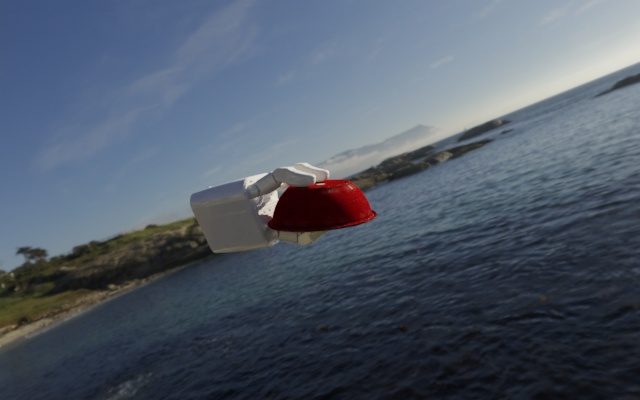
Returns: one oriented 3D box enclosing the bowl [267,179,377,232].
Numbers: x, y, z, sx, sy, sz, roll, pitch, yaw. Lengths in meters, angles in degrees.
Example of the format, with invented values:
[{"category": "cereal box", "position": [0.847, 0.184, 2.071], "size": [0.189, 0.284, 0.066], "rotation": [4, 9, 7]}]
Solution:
[{"category": "bowl", "position": [0.001, 0.002, 0.698], "size": [0.162, 0.055, 0.162], "rotation": [-5, 9, 1]}]
